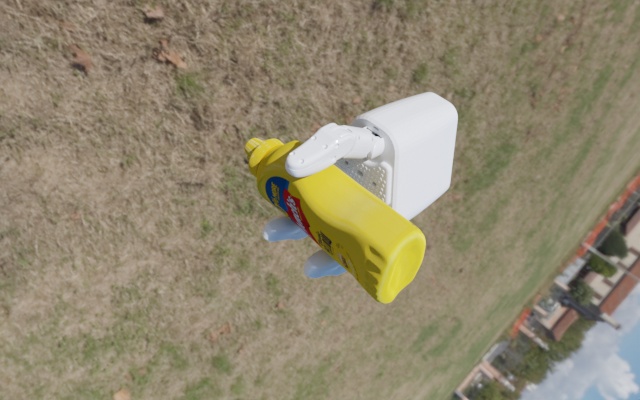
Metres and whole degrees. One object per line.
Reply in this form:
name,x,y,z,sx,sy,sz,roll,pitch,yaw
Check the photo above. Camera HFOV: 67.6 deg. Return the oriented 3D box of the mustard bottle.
mustard bottle,0.000,0.002,0.414,0.191,0.058,0.096,40,-18,26
